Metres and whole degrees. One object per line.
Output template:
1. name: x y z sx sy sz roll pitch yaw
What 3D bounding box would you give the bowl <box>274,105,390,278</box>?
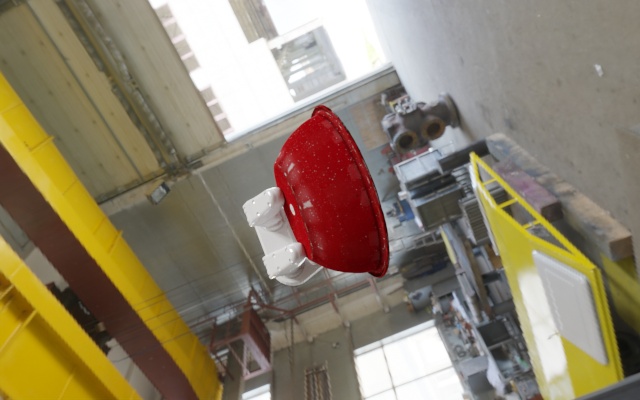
1. bowl: 0.000 0.001 0.421 0.055 0.162 0.162 -20 4 -12
